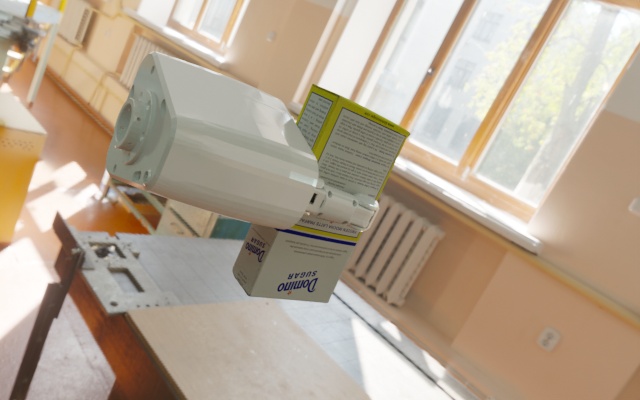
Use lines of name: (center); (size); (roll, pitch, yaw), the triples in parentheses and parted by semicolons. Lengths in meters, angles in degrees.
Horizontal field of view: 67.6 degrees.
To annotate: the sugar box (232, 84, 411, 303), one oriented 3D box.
sugar box: (0.000, 0.001, 0.411); (0.093, 0.176, 0.048); (16, 17, -41)
